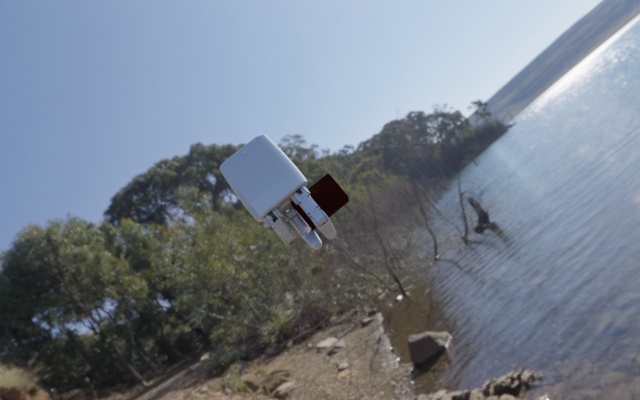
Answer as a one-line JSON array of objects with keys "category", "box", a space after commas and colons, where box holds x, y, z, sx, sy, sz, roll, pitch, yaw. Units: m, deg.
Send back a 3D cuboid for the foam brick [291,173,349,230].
[{"category": "foam brick", "box": [0.000, 0.002, 0.763, 0.078, 0.051, 0.053, -39, -9, -4]}]
